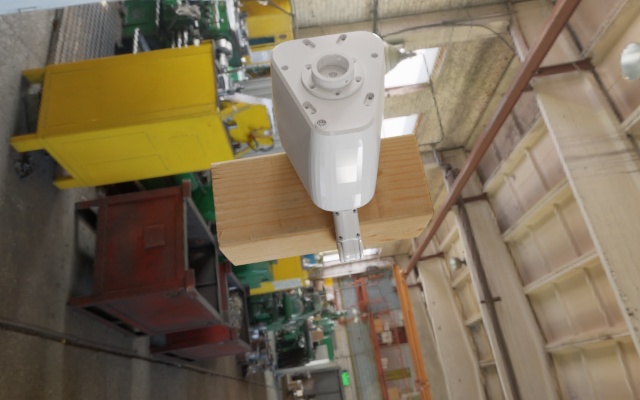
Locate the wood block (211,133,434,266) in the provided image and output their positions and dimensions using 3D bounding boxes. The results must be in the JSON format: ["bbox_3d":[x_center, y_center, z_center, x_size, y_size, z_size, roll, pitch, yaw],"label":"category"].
[{"bbox_3d":[0.000,0.002,0.500,0.206,0.090,0.090,-9,-19,-2],"label":"wood block"}]
